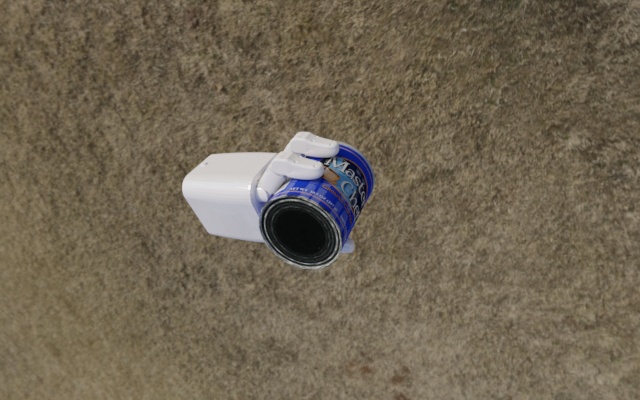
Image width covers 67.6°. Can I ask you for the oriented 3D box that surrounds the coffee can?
[{"bbox_3d":[0.000,0.002,0.592,0.103,0.103,0.140,0,32,24],"label":"coffee can"}]
